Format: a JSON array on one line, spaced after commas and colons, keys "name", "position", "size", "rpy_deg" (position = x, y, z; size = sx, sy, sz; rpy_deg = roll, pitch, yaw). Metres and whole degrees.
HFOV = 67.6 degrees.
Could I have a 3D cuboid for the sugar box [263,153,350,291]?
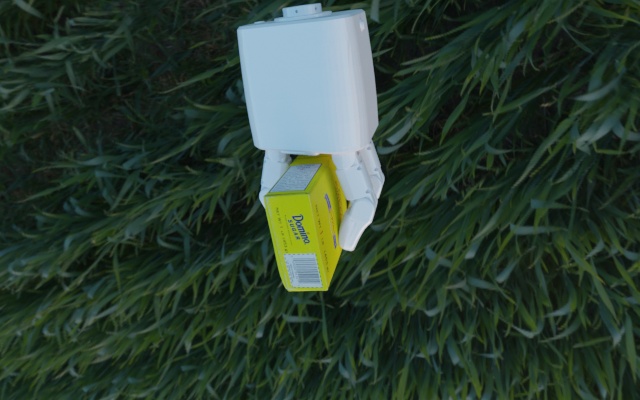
[{"name": "sugar box", "position": [0.001, 0.001, 0.466], "size": [0.048, 0.093, 0.176], "rpy_deg": [-2, 24, 18]}]
